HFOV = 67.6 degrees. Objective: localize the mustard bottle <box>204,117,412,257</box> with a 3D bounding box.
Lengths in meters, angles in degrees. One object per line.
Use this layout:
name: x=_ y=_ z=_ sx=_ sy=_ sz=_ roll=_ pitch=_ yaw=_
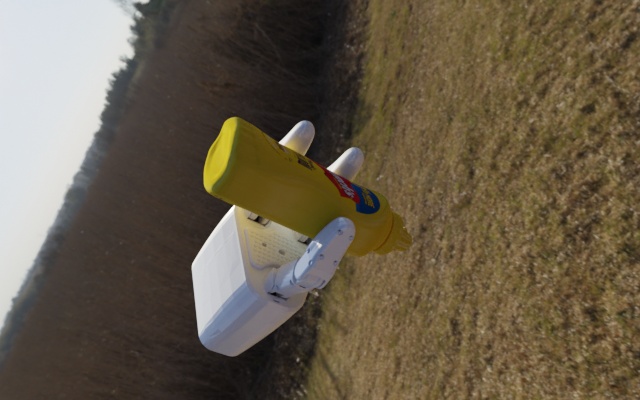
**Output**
mustard bottle: x=0.000 y=0.001 z=0.402 sx=0.192 sy=0.058 sz=0.096 roll=27 pitch=14 yaw=-24
